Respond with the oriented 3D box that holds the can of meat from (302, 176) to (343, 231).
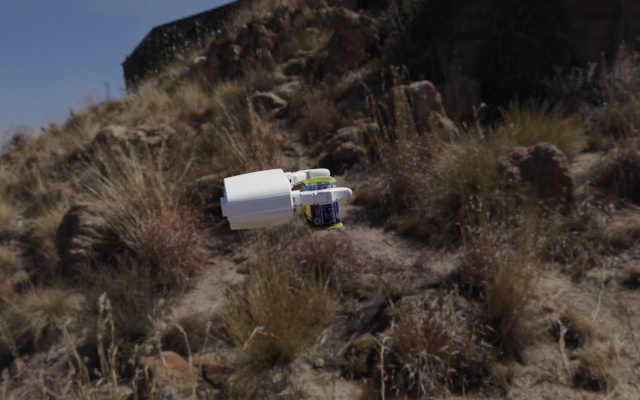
[{"bbox_3d":[0.000,0.002,0.846,0.057,0.084,0.102,-8,8,-8],"label":"can of meat"}]
